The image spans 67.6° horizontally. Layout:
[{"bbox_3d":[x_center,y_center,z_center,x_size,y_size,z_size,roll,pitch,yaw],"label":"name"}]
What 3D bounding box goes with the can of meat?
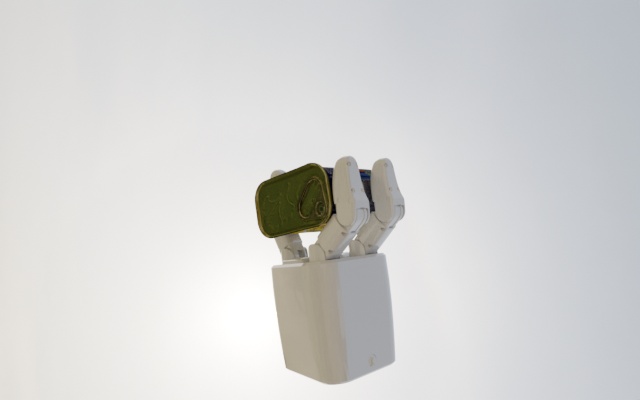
[{"bbox_3d":[0.000,0.001,0.470,0.084,0.057,0.102,0,-12,-45],"label":"can of meat"}]
